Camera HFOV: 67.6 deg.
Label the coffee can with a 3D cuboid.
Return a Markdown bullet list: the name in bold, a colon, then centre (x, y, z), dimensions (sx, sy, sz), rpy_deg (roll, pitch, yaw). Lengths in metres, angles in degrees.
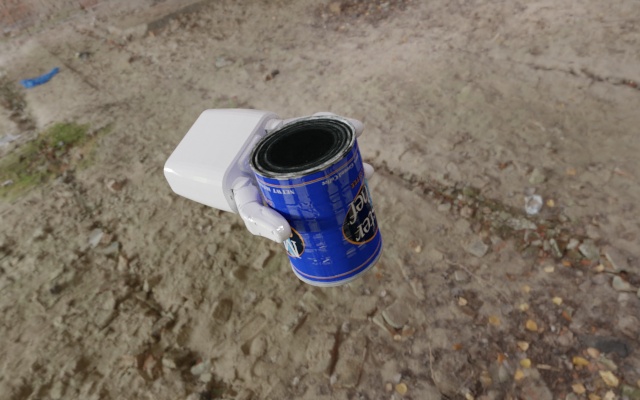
- **coffee can**: centre (0.000, 0.002, 0.477), dimensions (0.103, 0.140, 0.102), rpy_deg (-12, 36, 9)
